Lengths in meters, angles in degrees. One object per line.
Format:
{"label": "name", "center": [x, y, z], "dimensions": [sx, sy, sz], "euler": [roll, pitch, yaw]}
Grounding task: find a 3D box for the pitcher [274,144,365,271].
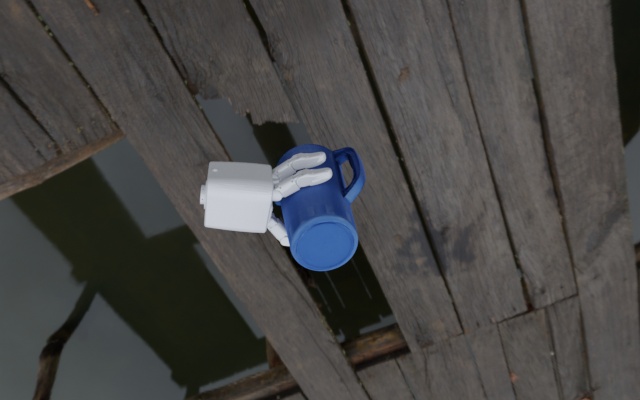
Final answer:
{"label": "pitcher", "center": [0.000, 0.003, 0.834], "dimensions": [0.145, 0.149, 0.242], "euler": [6, 30, -12]}
